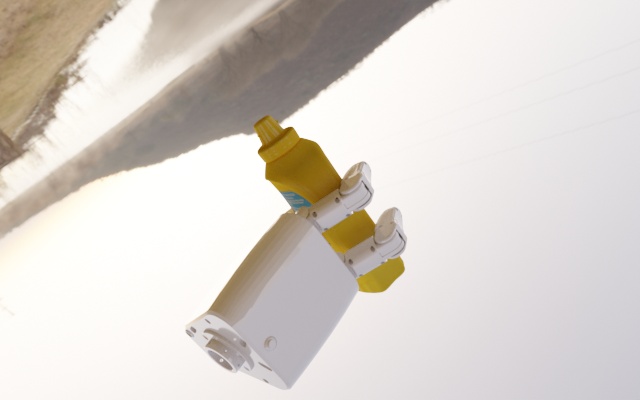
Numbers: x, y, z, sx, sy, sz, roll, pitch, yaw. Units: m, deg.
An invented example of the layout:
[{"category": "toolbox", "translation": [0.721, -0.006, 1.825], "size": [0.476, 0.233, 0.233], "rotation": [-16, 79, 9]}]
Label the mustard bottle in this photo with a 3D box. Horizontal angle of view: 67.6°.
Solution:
[{"category": "mustard bottle", "translation": [0.000, 0.001, 0.457], "size": [0.058, 0.192, 0.096], "rotation": [-41, 20, -12]}]
